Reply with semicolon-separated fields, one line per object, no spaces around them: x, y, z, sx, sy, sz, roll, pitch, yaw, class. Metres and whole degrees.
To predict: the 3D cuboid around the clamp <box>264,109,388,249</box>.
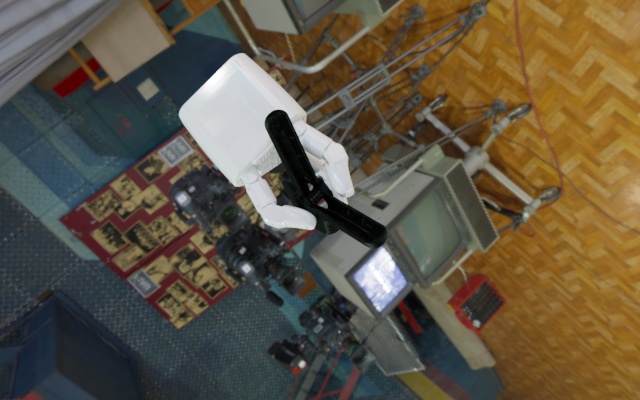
-0.001;0.002;0.535;0.036;0.164;0.210;-39;-10;-12;clamp
